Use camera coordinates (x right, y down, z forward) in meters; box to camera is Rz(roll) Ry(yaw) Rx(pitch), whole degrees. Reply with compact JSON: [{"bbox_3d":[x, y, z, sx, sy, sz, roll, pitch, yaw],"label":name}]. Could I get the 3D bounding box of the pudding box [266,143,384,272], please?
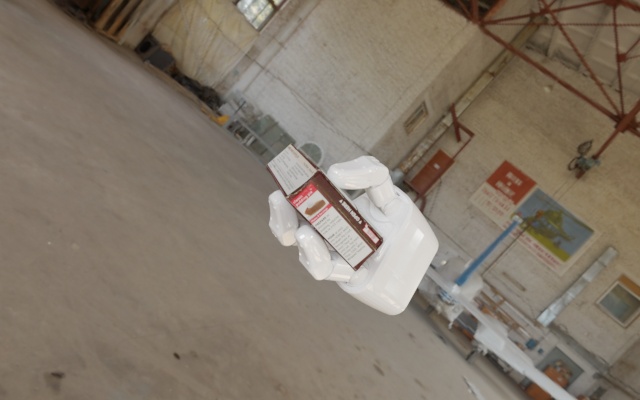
[{"bbox_3d":[0.000,0.001,0.423,0.090,0.039,0.113,46,-1,-22],"label":"pudding box"}]
